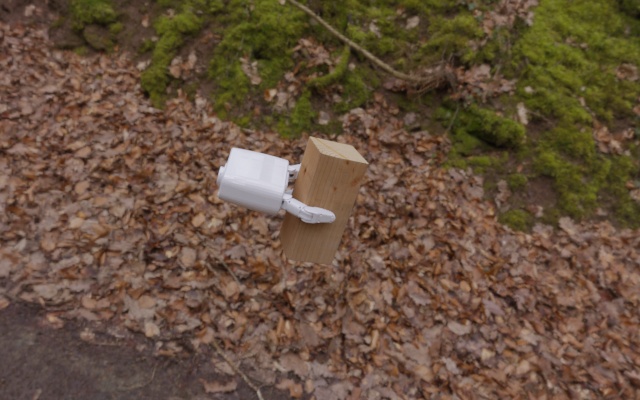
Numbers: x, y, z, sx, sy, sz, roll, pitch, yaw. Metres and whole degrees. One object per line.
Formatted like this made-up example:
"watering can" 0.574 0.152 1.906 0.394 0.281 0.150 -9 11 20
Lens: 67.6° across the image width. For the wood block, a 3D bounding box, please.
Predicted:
"wood block" 0.000 0.003 0.865 0.090 0.206 0.090 10 23 -21
